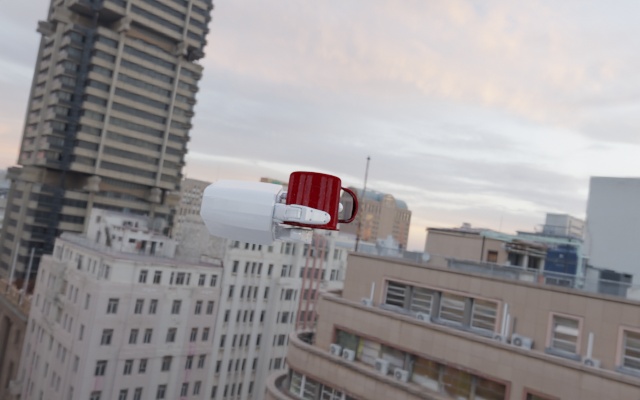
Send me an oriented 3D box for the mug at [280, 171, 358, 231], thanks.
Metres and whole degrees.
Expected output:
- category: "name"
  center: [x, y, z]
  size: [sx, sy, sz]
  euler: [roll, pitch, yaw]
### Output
- category: "mug"
  center: [0.002, 0.002, 0.731]
  size: [0.117, 0.081, 0.093]
  euler: [7, -4, -1]
